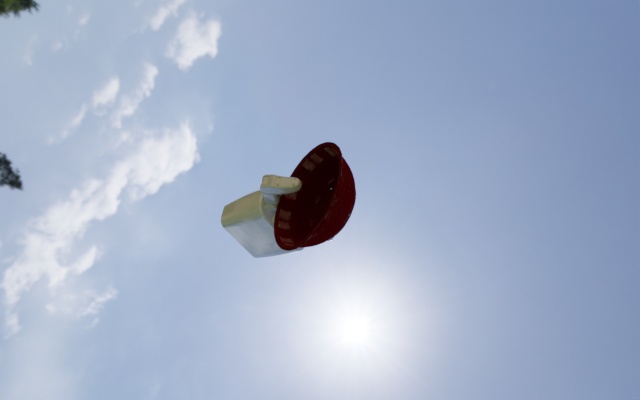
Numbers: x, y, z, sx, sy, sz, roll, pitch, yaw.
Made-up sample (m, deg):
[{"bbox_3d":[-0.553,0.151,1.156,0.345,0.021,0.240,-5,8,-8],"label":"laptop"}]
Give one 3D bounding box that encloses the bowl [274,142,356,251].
[{"bbox_3d":[0.001,0.002,0.663,0.055,0.162,0.162,26,-12,-26],"label":"bowl"}]
